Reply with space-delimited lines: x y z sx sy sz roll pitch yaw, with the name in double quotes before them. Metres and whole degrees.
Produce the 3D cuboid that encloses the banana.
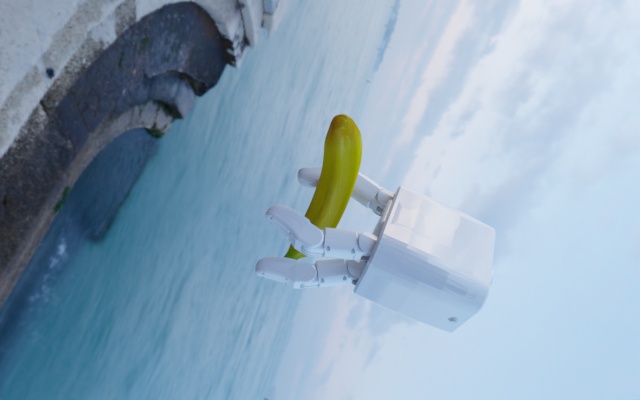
"banana" 0.007 -0.005 0.458 0.037 0.198 0.069 29 39 10
